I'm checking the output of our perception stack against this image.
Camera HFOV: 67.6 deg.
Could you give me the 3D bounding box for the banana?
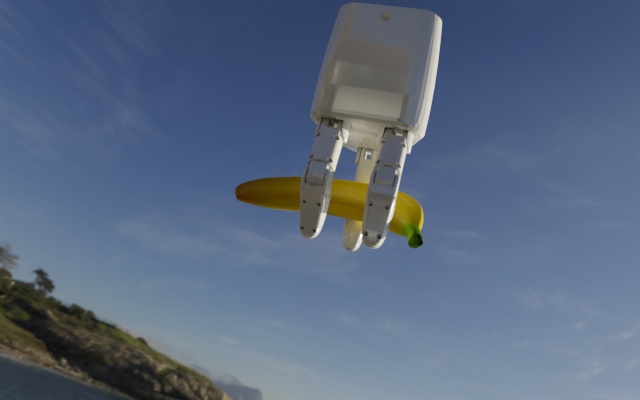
[{"bbox_3d":[0.013,0.000,0.437,0.198,0.037,0.069,11,12,33],"label":"banana"}]
